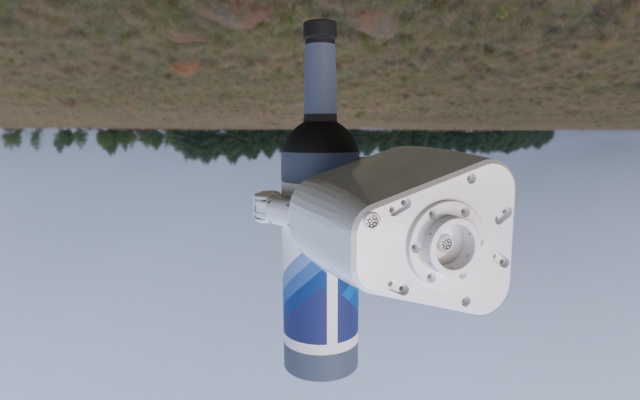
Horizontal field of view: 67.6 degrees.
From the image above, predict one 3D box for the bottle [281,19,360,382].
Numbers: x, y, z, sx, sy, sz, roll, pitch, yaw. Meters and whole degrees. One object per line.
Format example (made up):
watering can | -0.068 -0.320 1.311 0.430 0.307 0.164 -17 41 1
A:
bottle | 0.000 0.002 0.409 0.069 0.296 0.069 0 8 0
